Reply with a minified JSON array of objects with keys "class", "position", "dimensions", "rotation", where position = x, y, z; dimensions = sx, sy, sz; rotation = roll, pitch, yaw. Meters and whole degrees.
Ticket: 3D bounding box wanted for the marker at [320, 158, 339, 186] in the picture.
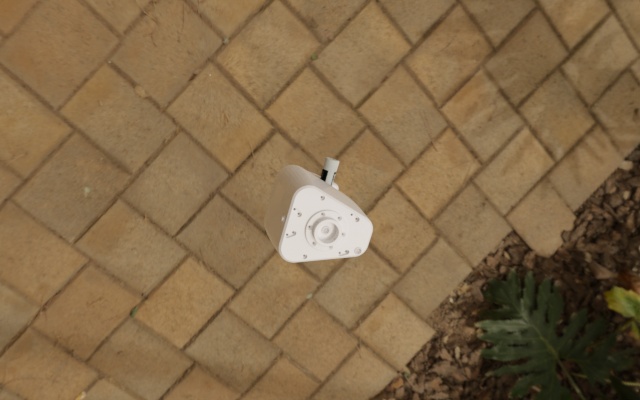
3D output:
[{"class":"marker","position":[0.000,0.002,0.647],"dimensions":[0.020,0.121,0.020],"rotation":[15,11,-3]}]
